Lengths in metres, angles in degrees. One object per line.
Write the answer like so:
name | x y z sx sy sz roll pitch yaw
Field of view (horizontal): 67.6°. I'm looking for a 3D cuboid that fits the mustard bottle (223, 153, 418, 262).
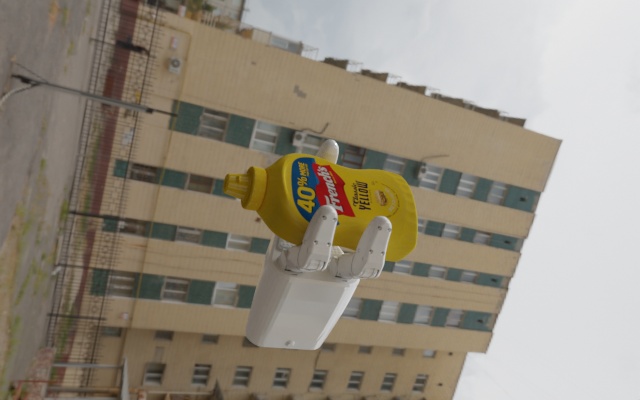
mustard bottle | 0.000 0.001 0.470 0.191 0.096 0.058 11 -34 -22
